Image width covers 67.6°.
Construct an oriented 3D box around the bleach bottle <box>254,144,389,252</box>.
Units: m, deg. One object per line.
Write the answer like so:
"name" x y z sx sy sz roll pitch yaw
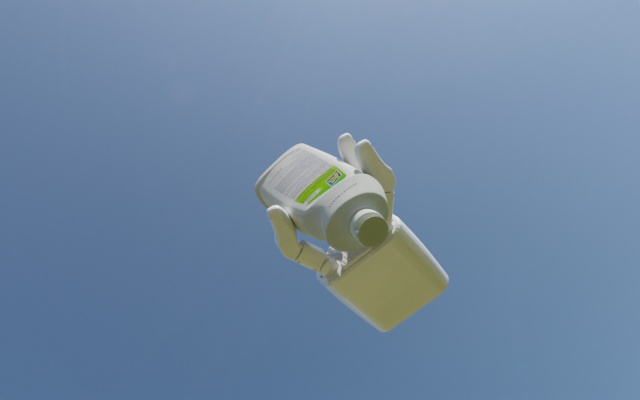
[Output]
"bleach bottle" 0.000 0.002 0.520 0.068 0.102 0.250 45 -3 -24
